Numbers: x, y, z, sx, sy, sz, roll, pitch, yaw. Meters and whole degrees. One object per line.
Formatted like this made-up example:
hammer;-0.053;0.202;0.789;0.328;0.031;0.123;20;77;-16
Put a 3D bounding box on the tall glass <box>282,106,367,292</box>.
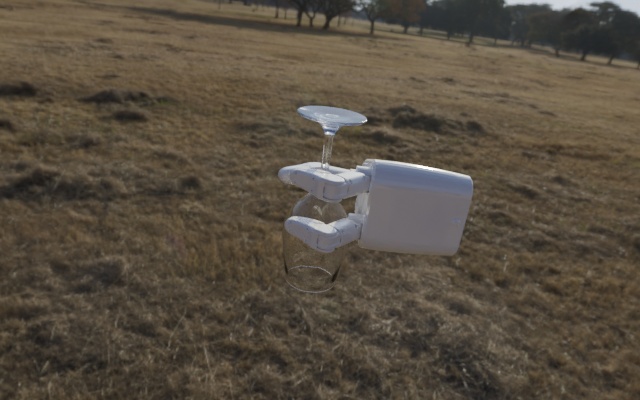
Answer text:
tall glass;0.000;0.001;0.534;0.079;0.201;0.079;7;22;-3
